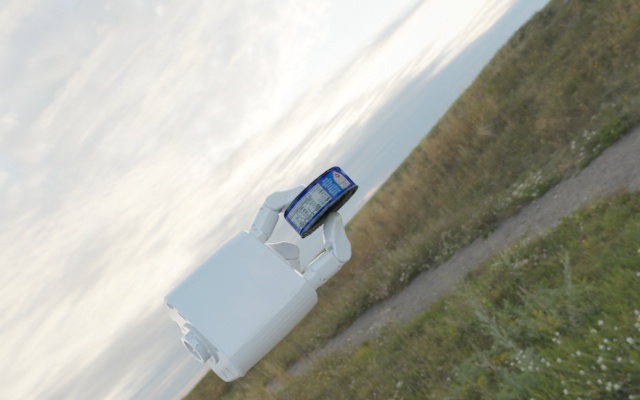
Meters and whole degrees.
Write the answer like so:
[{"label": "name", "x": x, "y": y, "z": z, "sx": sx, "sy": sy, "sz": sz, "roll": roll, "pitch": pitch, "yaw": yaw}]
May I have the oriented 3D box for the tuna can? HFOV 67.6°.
[{"label": "tuna can", "x": 0.000, "y": 0.001, "z": 0.531, "sx": 0.086, "sy": 0.033, "sz": 0.086, "roll": -42, "pitch": -8, "yaw": -7}]
